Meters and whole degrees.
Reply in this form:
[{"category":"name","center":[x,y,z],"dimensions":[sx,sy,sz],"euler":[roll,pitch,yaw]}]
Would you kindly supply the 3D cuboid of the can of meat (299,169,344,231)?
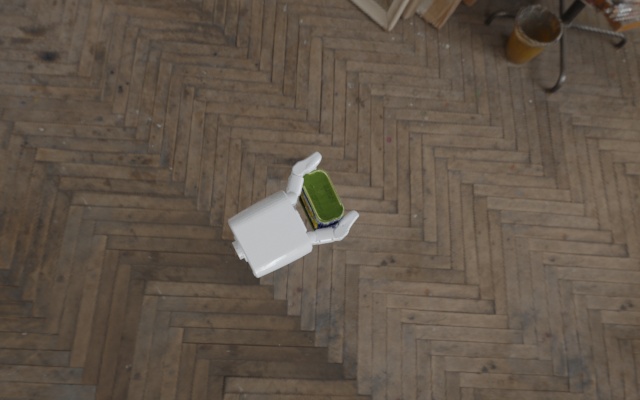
[{"category":"can of meat","center":[0.000,0.003,0.852],"dimensions":[0.057,0.102,0.084],"euler":[-23,-13,-10]}]
